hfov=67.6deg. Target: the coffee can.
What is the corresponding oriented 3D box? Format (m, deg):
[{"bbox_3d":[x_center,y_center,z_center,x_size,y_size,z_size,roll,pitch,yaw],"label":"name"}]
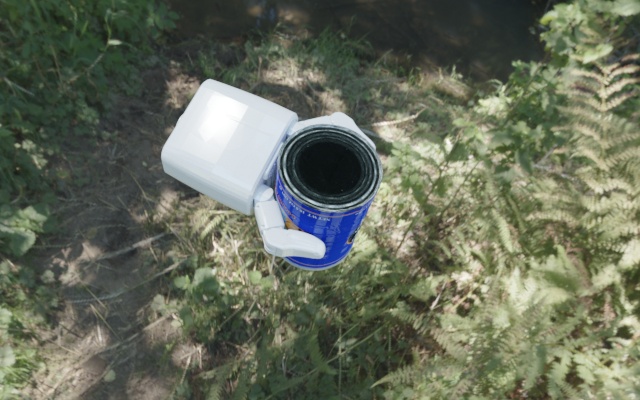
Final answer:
[{"bbox_3d":[0.000,0.002,0.515,0.103,0.102,0.140,0,-31,-9],"label":"coffee can"}]
